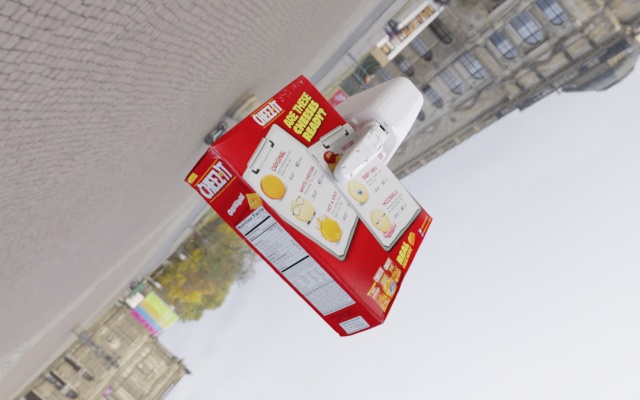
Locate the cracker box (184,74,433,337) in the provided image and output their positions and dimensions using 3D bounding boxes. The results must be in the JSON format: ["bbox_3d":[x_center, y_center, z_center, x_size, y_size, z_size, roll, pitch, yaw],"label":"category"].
[{"bbox_3d":[0.000,0.002,0.477,0.072,0.214,0.164,-37,10,44],"label":"cracker box"}]
